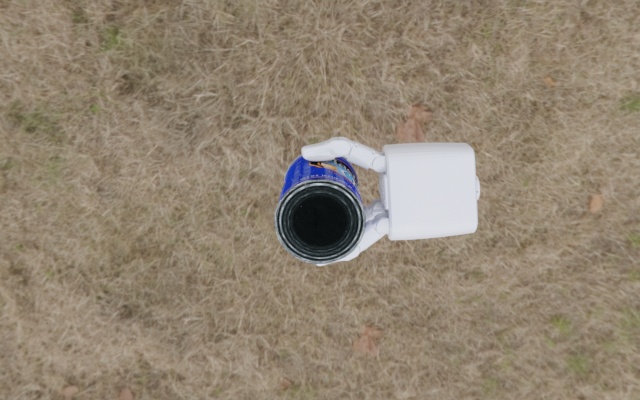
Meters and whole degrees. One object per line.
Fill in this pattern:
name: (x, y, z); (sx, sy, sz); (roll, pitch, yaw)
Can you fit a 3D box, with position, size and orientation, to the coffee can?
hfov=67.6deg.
coffee can: (0.000, 0.002, 0.595); (0.103, 0.103, 0.140); (0, 19, 1)
